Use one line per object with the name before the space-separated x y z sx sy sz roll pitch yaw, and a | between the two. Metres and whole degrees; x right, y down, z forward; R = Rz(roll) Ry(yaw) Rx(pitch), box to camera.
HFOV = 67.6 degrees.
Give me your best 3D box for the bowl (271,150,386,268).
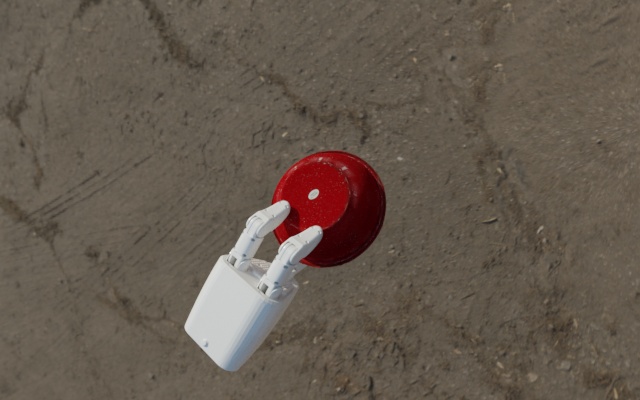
bowl | 0.000 0.001 0.613 0.162 0.162 0.055 0 -16 18
